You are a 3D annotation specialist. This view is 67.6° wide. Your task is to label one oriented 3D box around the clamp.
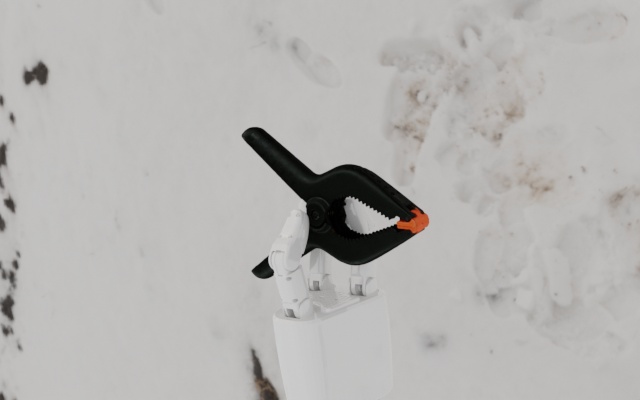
[{"bbox_3d":[0.000,0.002,0.459,0.210,0.164,0.036,-3,10,38],"label":"clamp"}]
